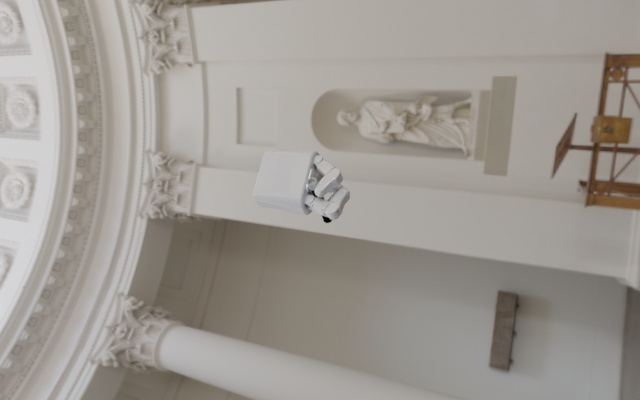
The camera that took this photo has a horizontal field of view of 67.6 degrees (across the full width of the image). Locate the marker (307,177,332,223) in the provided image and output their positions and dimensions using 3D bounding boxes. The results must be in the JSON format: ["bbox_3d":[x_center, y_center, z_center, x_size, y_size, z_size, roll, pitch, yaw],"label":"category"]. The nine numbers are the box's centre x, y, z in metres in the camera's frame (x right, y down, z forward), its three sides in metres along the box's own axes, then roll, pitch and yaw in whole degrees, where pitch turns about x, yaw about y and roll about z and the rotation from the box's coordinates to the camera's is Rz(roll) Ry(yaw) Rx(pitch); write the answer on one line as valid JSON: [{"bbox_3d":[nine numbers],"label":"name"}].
[{"bbox_3d":[0.000,0.003,0.876,0.020,0.020,0.121,0,-37,19],"label":"marker"}]
